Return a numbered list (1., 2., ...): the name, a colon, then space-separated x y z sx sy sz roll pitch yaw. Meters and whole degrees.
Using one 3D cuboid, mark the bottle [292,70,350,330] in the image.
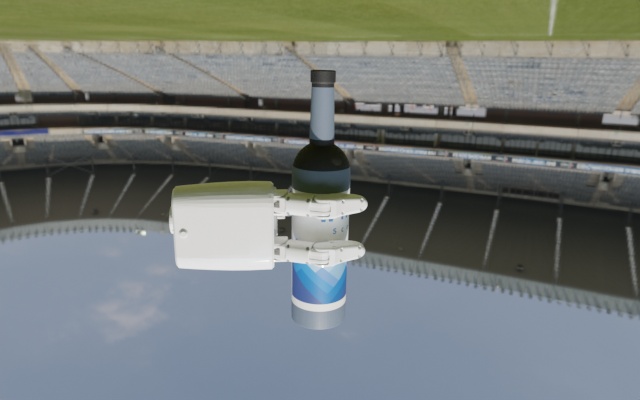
1. bottle: 0.000 0.002 0.552 0.069 0.296 0.069 1 16 0
